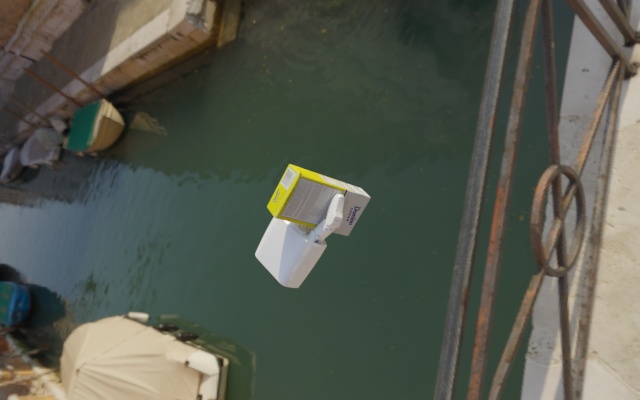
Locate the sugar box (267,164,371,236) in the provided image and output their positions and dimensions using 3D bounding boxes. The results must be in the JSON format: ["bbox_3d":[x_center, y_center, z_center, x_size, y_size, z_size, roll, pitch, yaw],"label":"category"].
[{"bbox_3d":[0.000,0.003,0.877,0.176,0.093,0.048,16,21,-40],"label":"sugar box"}]
